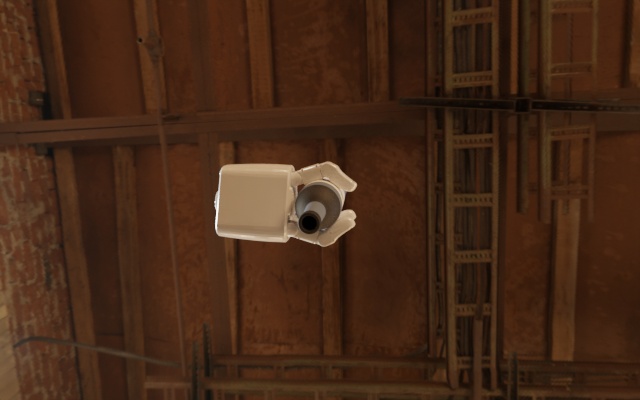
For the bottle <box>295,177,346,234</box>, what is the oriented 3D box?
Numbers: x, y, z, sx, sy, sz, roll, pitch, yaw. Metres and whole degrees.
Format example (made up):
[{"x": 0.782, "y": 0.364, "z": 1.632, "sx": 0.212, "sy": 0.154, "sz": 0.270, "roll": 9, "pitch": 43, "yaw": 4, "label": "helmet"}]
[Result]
[{"x": 0.000, "y": 0.002, "z": 0.713, "sx": 0.069, "sy": 0.069, "sz": 0.295, "roll": 0, "pitch": 10, "yaw": 5, "label": "bottle"}]
